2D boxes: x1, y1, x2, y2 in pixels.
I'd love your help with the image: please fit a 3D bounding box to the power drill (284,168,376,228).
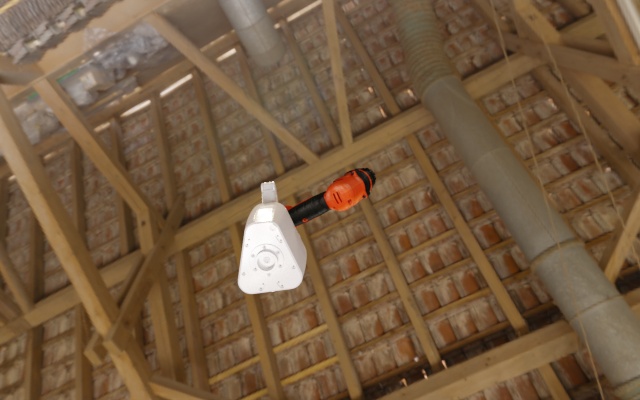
[{"bbox_3d":[0.000,0.003,0.820,0.188,0.057,0.184,-28,0,23],"label":"power drill"}]
